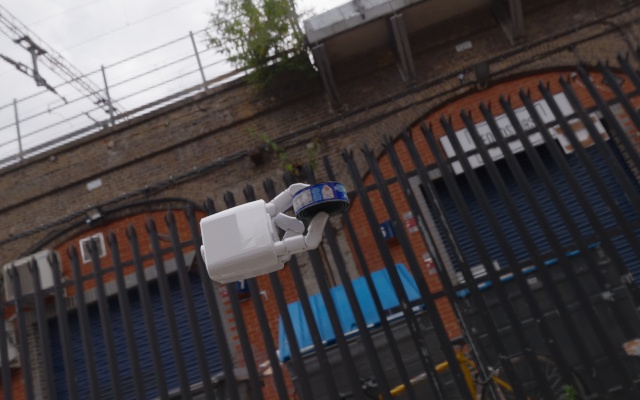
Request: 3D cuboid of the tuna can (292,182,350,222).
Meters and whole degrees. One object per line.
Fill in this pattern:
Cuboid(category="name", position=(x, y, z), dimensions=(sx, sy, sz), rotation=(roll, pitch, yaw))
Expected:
Cuboid(category="tuna can", position=(0.000, 0.002, 0.740), dimensions=(0.086, 0.033, 0.086), rotation=(-12, -18, -4))
